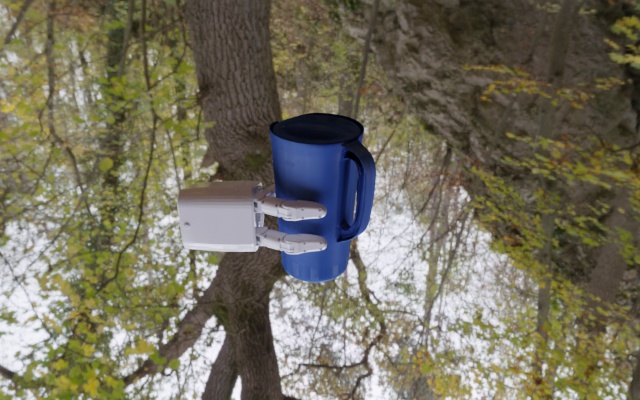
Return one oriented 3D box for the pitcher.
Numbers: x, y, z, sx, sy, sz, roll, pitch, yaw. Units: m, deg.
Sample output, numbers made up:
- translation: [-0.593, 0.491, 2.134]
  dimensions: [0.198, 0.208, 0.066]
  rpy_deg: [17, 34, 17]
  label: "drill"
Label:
- translation: [0.000, 0.002, 0.712]
  dimensions: [0.145, 0.243, 0.149]
  rpy_deg: [1, 28, 0]
  label: "pitcher"
